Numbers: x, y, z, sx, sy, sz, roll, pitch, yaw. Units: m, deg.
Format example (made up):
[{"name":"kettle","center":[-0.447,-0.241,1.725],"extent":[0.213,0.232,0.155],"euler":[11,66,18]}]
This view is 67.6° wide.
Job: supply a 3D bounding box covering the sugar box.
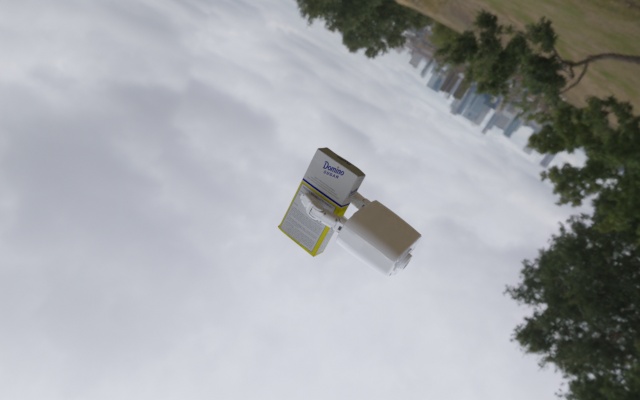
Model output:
[{"name":"sugar box","center":[0.000,0.003,0.857],"extent":[0.093,0.176,0.048],"euler":[37,22,19]}]
